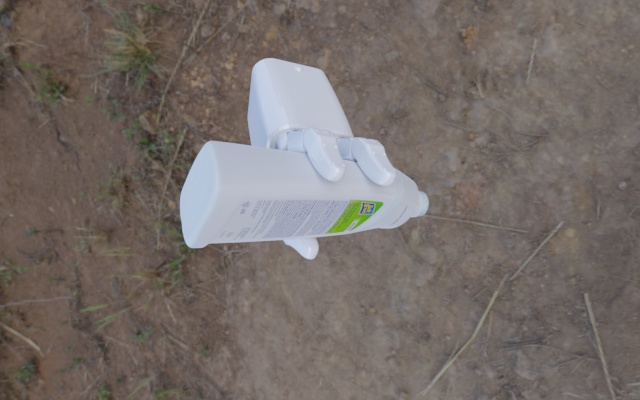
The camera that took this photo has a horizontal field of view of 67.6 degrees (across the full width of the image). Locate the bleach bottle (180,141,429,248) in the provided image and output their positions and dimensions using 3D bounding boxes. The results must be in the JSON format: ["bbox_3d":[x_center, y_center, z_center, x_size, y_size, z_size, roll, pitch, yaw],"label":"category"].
[{"bbox_3d":[0.000,0.002,0.472,0.251,0.068,0.103,4,-35,-32],"label":"bleach bottle"}]
